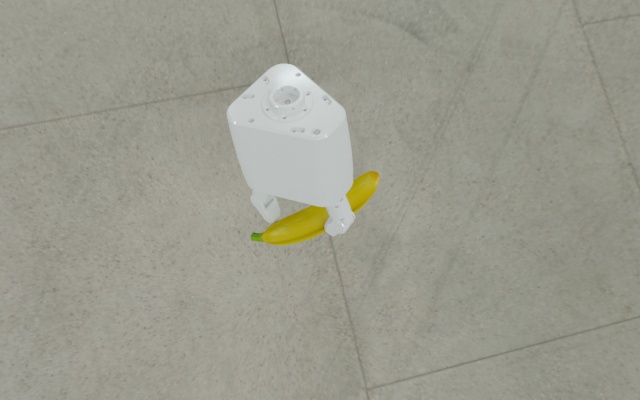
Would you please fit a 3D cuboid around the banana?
[{"bbox_3d":[0.005,0.011,0.622,0.198,0.037,0.069,-25,32,-14],"label":"banana"}]
